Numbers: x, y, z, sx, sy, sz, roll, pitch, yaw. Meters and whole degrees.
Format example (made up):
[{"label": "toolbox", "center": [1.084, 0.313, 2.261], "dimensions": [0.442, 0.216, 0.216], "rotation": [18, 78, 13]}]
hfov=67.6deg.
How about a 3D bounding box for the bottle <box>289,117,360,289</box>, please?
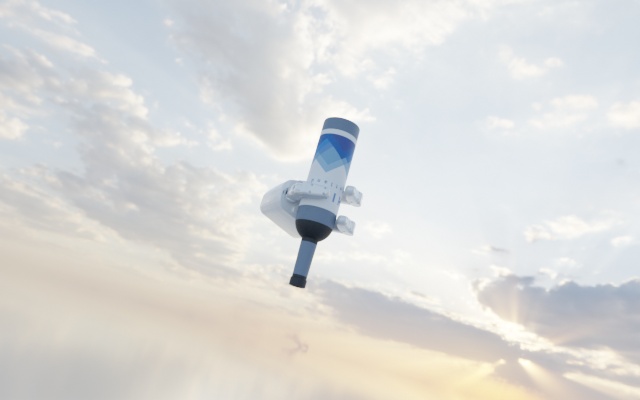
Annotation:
[{"label": "bottle", "center": [0.000, 0.002, 0.809], "dimensions": [0.069, 0.295, 0.069], "rotation": [14, -17, 5]}]
